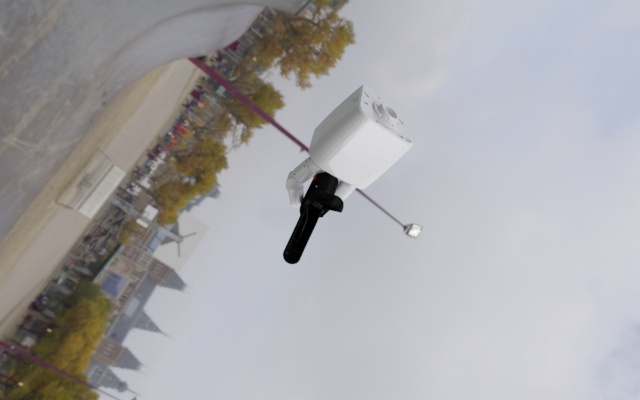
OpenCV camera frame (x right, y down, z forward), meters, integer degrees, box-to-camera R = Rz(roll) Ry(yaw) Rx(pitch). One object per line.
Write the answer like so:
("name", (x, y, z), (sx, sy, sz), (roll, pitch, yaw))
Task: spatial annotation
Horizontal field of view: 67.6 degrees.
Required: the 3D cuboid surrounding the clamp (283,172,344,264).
("clamp", (0.001, 0.003, 0.677), (0.039, 0.171, 0.120), (37, -55, -18))
